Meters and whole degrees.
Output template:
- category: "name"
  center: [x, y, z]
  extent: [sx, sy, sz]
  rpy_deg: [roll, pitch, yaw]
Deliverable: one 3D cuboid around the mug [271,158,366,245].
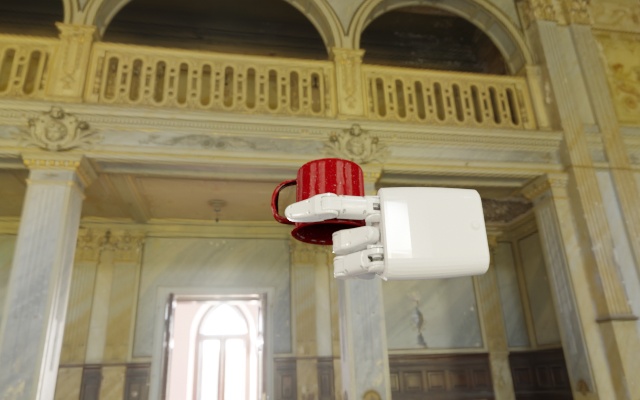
- category: "mug"
  center: [-0.001, 0.002, 0.567]
  extent: [0.117, 0.081, 0.093]
  rpy_deg: [0, -21, -1]
